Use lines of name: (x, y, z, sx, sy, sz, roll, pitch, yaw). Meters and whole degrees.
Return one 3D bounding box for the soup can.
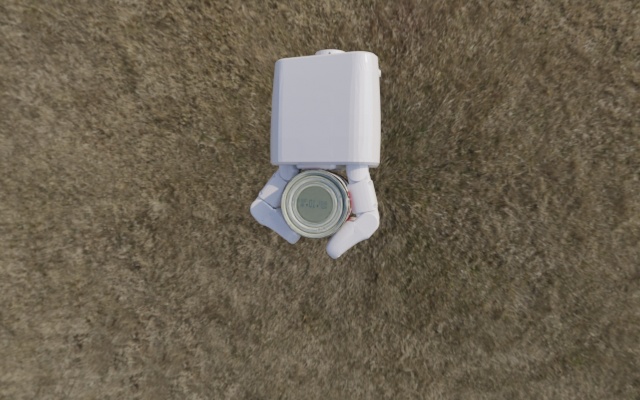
soup can: (0.000, 0.002, 0.498, 0.068, 0.068, 0.102, 0, 2, 7)
